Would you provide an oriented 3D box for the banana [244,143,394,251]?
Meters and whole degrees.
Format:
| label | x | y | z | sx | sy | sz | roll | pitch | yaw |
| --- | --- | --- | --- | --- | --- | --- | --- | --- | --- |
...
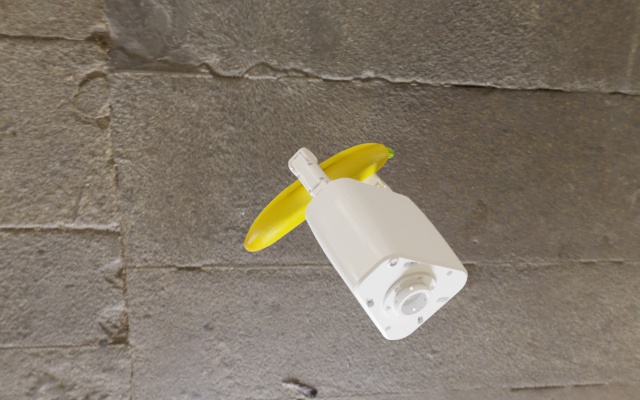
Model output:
| label | x | y | z | sx | sy | sz | roll | pitch | yaw |
| --- | --- | --- | --- | --- | --- | --- | --- | --- | --- |
| banana | 0.000 | -0.008 | 0.503 | 0.198 | 0.037 | 0.070 | -32 | -25 | -5 |
